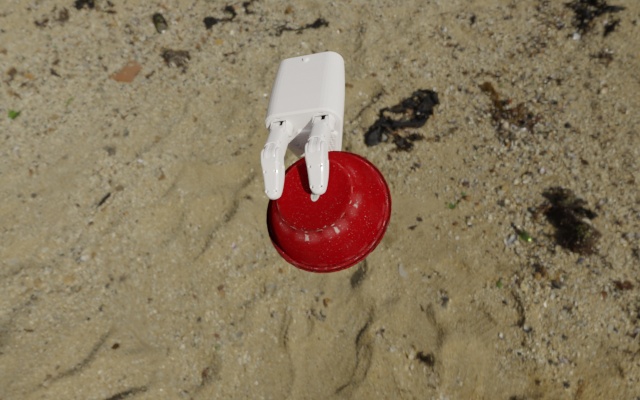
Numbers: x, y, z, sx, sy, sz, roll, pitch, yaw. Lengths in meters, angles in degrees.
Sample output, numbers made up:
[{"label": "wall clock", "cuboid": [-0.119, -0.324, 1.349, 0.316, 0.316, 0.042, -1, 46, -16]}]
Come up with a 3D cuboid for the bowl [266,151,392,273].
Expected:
[{"label": "bowl", "cuboid": [0.000, 0.003, 0.567, 0.162, 0.162, 0.055, 0, -21, 19]}]
